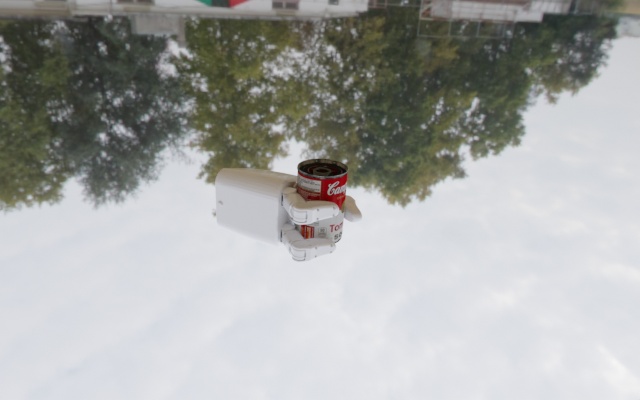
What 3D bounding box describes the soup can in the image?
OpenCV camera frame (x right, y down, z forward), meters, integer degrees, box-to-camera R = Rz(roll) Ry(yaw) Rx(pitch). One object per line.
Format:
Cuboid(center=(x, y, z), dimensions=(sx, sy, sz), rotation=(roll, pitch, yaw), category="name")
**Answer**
Cuboid(center=(0.001, 0.002, 0.649), dimensions=(0.068, 0.102, 0.068), rotation=(3, 24, -1), category="soup can")
